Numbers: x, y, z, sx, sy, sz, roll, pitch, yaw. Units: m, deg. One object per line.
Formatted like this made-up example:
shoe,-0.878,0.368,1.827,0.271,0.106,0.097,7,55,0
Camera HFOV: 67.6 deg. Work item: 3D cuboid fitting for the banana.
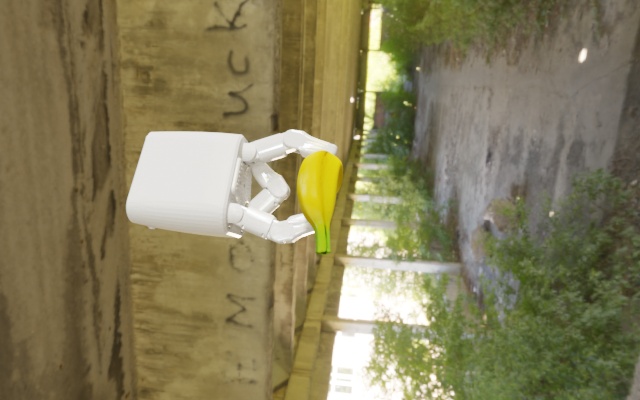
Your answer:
banana,0.001,-0.015,0.464,0.037,0.070,0.197,5,17,5
